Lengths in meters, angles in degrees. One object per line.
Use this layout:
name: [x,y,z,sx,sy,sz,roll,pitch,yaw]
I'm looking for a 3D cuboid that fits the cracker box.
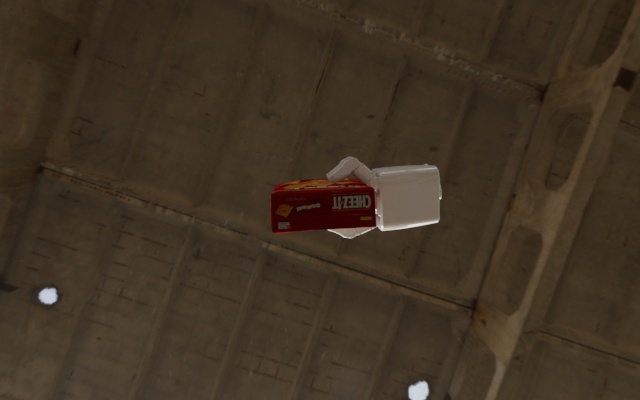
cracker box: [0.000,0.003,0.836,0.164,0.072,0.213,-4,6,-2]
